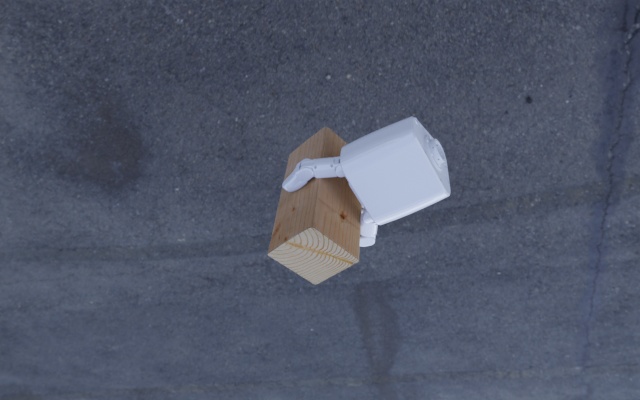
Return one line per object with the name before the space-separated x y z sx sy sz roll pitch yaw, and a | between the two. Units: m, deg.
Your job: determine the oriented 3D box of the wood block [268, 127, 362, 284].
wood block | 0.000 0.002 0.697 0.091 0.206 0.090 37 -51 -26
